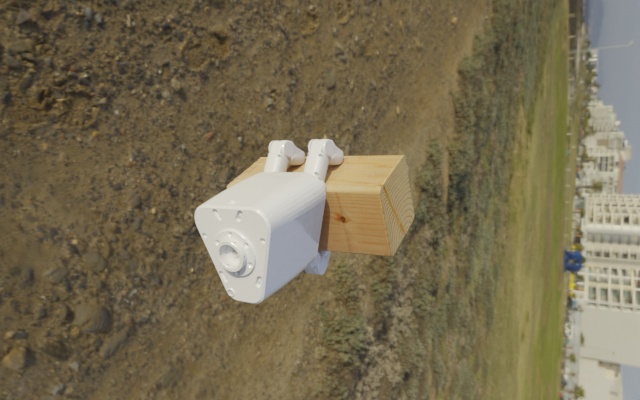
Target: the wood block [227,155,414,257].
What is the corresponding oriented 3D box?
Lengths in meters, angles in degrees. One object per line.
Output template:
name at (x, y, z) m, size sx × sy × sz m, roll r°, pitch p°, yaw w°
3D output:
wood block at (0.000, 0.002, 0.597) m, size 0.206 × 0.091 × 0.090 m, roll 2°, pitch 32°, yaw 29°
